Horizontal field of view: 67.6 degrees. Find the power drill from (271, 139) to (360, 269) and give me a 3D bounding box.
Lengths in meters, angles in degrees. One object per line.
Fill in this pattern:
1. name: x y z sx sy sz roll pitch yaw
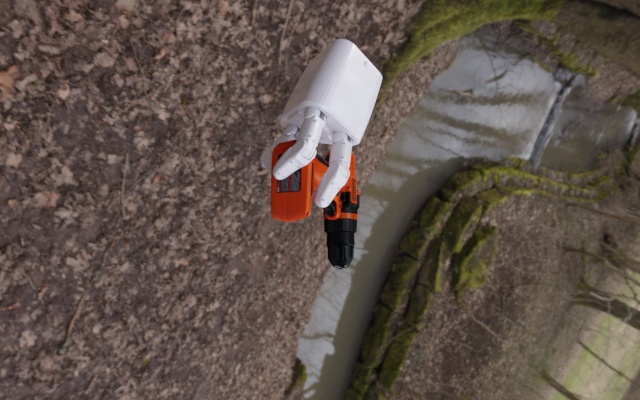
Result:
1. power drill: 0.000 0.002 0.672 0.057 0.184 0.188 -6 -11 24
